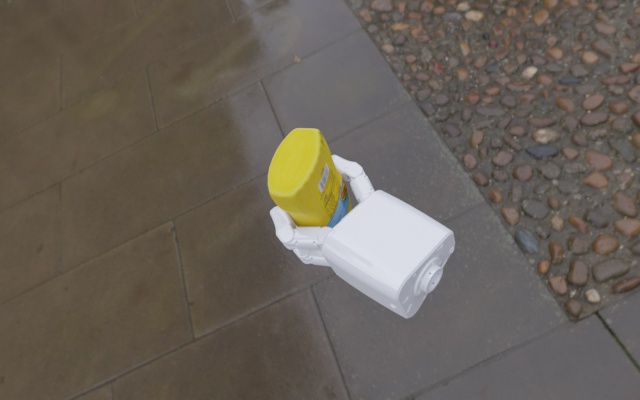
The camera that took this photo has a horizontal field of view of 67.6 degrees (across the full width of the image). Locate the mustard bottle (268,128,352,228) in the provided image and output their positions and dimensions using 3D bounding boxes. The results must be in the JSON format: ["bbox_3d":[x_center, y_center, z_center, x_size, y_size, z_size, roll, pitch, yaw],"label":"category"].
[{"bbox_3d":[0.000,0.002,0.603,0.058,0.096,0.192,5,-28,24],"label":"mustard bottle"}]
